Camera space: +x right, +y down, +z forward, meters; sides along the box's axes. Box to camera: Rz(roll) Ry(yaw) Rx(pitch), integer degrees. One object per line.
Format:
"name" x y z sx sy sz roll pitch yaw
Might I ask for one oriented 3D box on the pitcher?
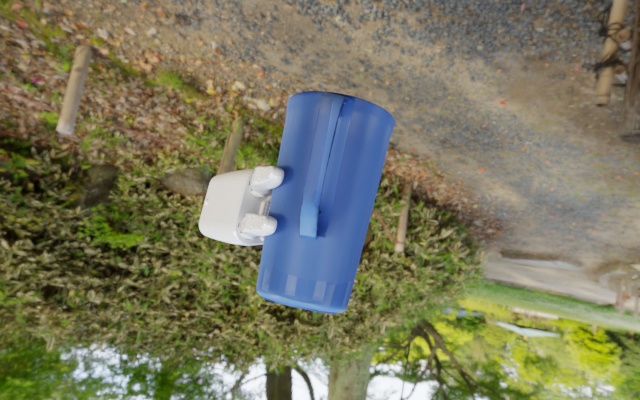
"pitcher" 0.000 0.002 0.557 0.149 0.243 0.145 19 -11 -39
